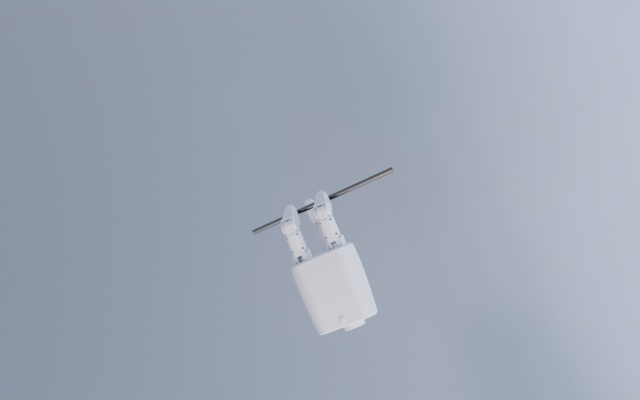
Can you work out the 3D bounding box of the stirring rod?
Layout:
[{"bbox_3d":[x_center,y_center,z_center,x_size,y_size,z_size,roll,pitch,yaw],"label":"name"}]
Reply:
[{"bbox_3d":[0.000,0.003,0.733,0.239,0.011,0.011,-24,-6,13],"label":"stirring rod"}]
